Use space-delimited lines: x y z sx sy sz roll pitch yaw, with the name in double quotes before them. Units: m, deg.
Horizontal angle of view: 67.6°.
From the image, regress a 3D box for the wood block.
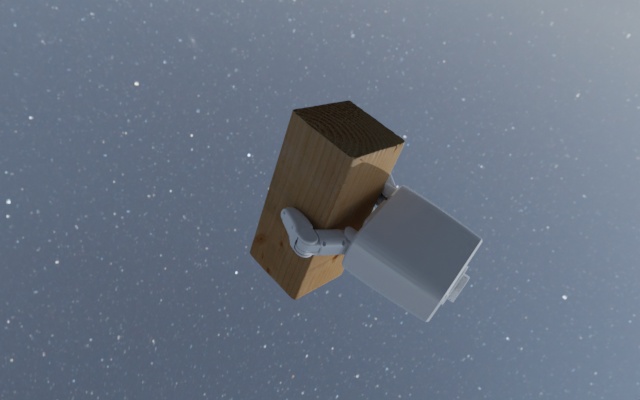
"wood block" 0.000 0.002 0.544 0.091 0.206 0.090 -20 53 -43
